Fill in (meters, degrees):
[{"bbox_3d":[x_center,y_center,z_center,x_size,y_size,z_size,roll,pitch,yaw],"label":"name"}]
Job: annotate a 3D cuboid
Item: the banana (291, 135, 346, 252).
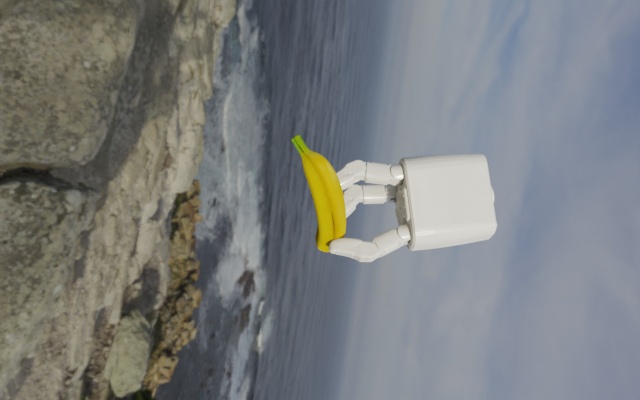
[{"bbox_3d":[0.007,0.011,0.591,0.037,0.198,0.069,-21,45,-11],"label":"banana"}]
